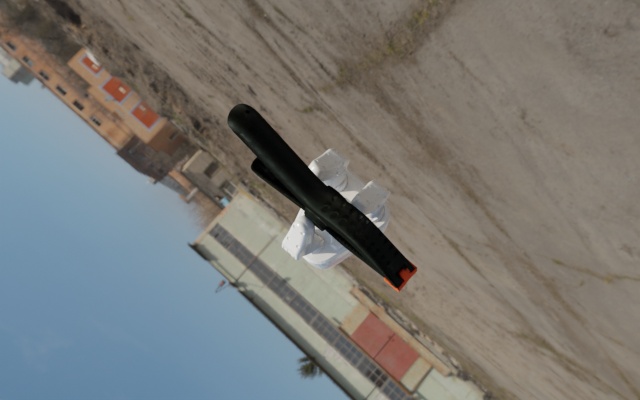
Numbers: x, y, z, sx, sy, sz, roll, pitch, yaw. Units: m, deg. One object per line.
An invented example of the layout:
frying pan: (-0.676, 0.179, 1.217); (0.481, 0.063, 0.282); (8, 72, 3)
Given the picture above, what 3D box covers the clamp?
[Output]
clamp: (0.000, 0.002, 0.435); (0.210, 0.036, 0.164); (40, -7, 13)
